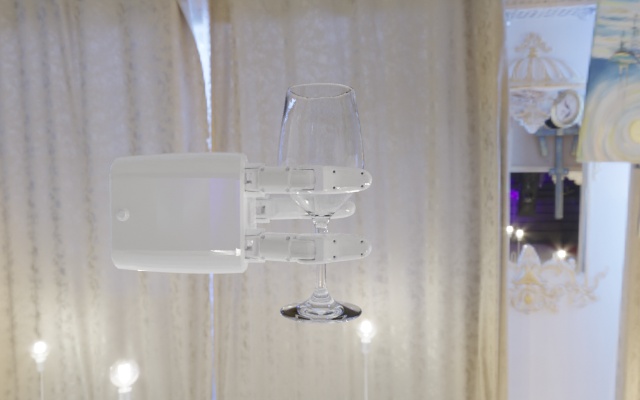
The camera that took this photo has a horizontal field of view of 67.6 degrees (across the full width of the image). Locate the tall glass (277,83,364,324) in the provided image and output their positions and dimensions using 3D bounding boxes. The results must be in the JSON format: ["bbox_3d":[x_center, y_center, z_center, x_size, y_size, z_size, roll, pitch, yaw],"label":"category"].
[{"bbox_3d":[0.000,0.002,0.429,0.079,0.201,0.079,0,2,0],"label":"tall glass"}]
